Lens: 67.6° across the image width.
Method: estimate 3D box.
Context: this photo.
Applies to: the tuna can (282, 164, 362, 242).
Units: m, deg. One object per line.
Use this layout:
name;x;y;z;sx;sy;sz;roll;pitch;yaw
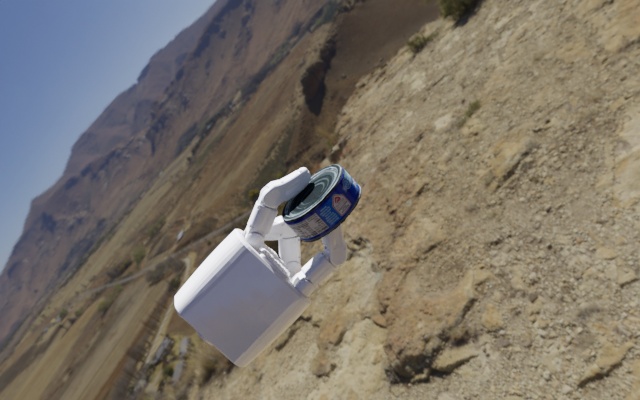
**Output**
tuna can;0.000;0.001;0.508;0.034;0.086;0.086;47;-21;-20
